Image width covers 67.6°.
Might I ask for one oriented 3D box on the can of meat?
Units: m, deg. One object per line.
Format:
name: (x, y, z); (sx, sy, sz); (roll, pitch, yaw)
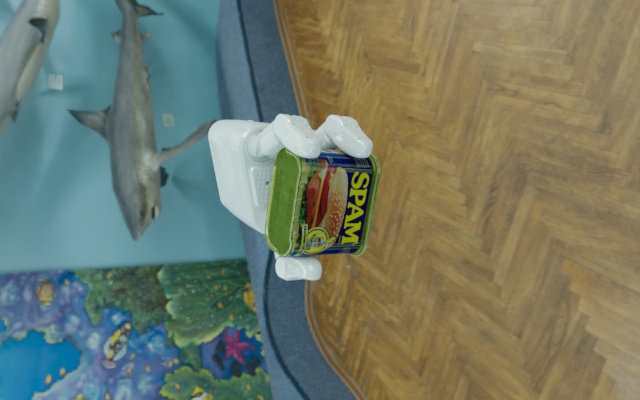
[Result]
can of meat: (0.000, 0.002, 0.443); (0.084, 0.102, 0.057); (1, 15, -32)
